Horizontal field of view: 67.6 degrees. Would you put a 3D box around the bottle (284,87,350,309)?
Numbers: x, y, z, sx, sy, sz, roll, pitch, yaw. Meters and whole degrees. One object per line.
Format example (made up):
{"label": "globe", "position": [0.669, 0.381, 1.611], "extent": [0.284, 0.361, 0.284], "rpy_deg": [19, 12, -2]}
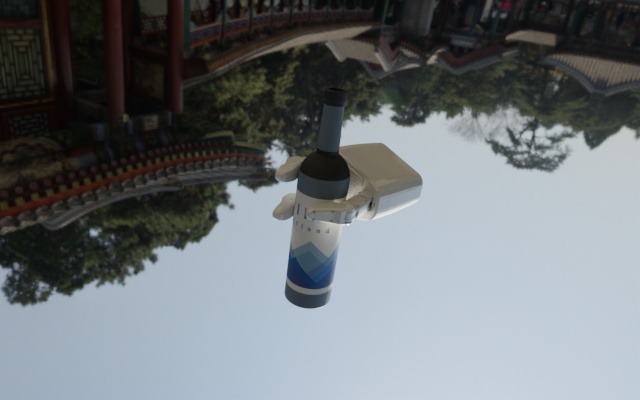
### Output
{"label": "bottle", "position": [0.000, 0.002, 0.623], "extent": [0.069, 0.296, 0.069], "rpy_deg": [7, 24, -3]}
